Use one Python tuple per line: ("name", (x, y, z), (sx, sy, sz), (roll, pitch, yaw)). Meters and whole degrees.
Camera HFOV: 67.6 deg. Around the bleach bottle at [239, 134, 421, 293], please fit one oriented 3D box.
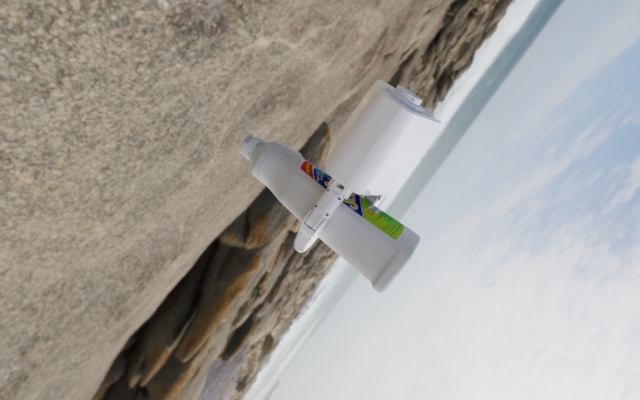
("bleach bottle", (0.000, 0.002, 0.586), (0.251, 0.068, 0.102), (37, 21, 9))
